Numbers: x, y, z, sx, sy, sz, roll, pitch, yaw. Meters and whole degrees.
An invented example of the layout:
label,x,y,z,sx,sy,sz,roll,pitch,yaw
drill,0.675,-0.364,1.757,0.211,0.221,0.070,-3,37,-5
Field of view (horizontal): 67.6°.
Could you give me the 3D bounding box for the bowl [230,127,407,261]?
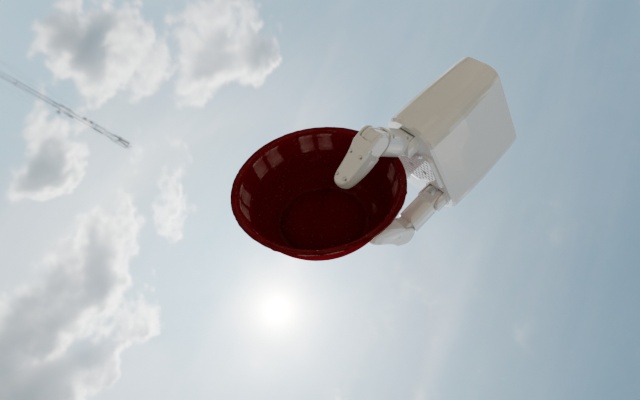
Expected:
label,x,y,z,sx,sy,sz,roll,pitch,yaw
bowl,-0.001,0.002,0.454,0.162,0.162,0.055,0,-42,8
